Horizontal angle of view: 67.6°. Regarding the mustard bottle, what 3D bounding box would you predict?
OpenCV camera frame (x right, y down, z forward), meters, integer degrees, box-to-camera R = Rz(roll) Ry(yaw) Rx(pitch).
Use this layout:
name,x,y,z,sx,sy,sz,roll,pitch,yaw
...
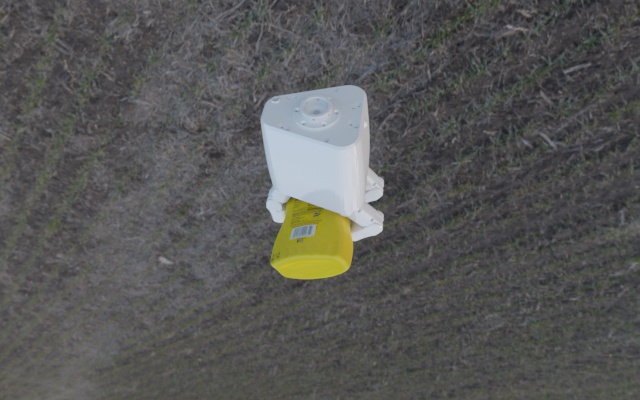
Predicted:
name,x,y,z,sx,sy,sz,roll,pitch,yaw
mustard bottle,0.000,0.002,0.604,0.096,0.191,0.058,-12,-40,29
